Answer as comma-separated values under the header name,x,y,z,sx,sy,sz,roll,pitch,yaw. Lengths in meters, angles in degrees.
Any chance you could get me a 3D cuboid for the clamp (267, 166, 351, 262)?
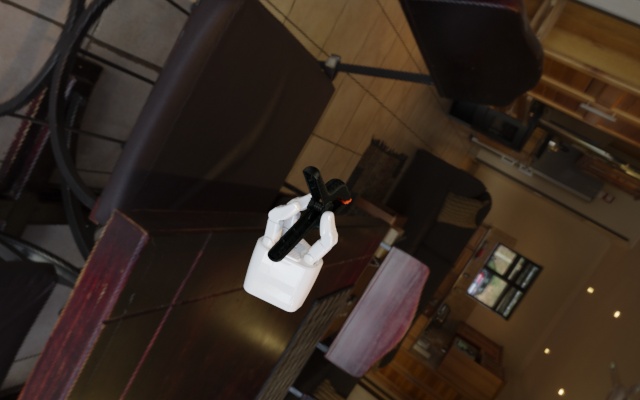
name,x,y,z,sx,sy,sz,roll,pitch,yaw
clamp,0.001,0.003,0.786,0.036,0.165,0.210,33,28,19
